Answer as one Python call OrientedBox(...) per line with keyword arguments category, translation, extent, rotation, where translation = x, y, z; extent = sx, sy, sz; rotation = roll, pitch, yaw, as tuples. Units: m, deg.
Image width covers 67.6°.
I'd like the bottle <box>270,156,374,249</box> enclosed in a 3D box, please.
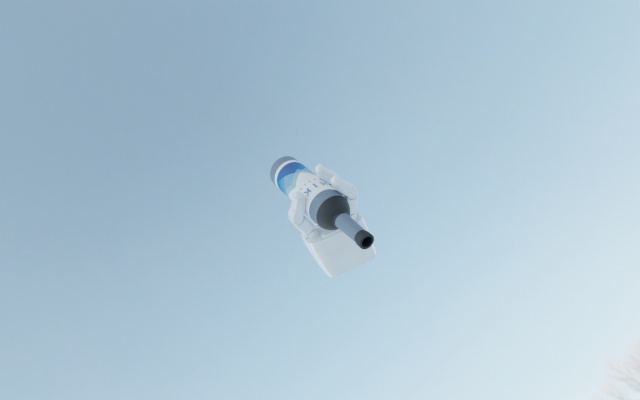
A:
OrientedBox(category="bottle", translation=(0.000, 0.003, 0.848), extent=(0.069, 0.069, 0.295), rotation=(0, 25, -33))
